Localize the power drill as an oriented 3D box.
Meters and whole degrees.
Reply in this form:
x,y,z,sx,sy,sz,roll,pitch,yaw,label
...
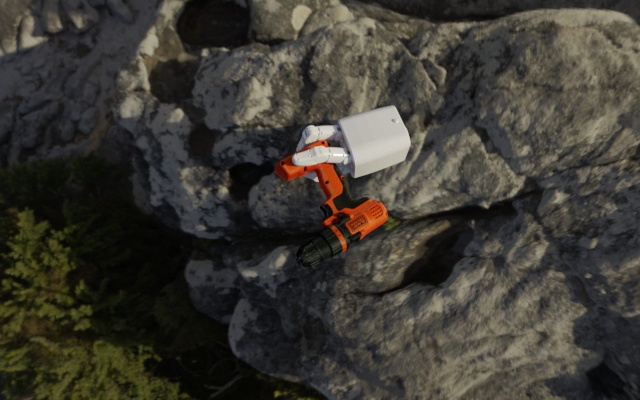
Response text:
x,y,z,sx,sy,sz,roll,pitch,yaw,label
0.000,0.002,0.830,0.184,0.187,0.057,-30,-7,-22,power drill
